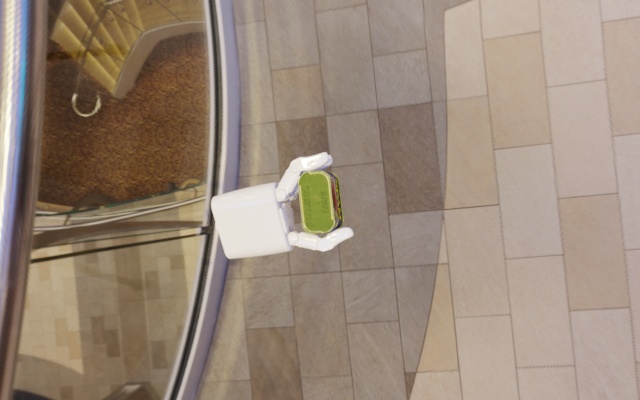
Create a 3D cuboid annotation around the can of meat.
[{"bbox_3d":[0.000,0.003,0.760,0.057,0.102,0.084,-7,-1,10],"label":"can of meat"}]
